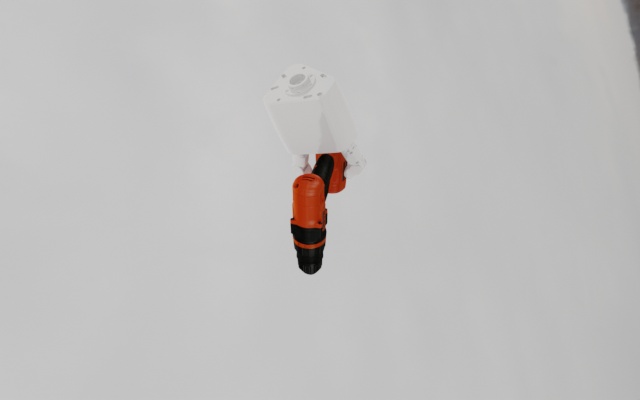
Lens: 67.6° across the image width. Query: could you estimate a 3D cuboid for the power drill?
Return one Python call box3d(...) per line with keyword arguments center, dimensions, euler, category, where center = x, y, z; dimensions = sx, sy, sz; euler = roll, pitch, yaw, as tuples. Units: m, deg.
box3d(center=(0.000, 0.002, 0.774), dimensions=(0.057, 0.185, 0.187), euler=(9, 39, 9), category="power drill")
